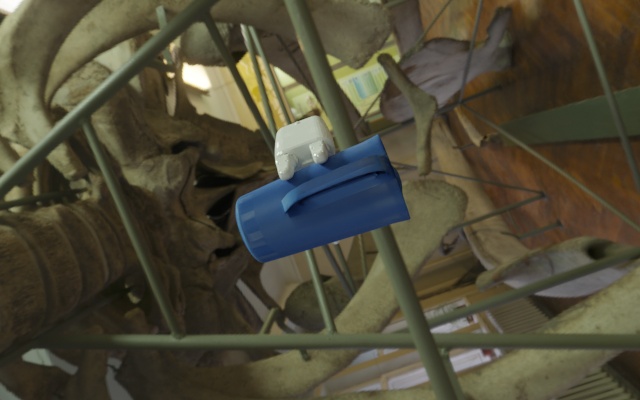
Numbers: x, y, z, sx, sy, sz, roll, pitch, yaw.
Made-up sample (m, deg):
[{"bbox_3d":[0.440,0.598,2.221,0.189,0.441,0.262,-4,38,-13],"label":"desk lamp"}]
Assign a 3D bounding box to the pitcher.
[{"bbox_3d":[0.000,0.002,0.705,0.243,0.149,0.145,-21,31,6],"label":"pitcher"}]
